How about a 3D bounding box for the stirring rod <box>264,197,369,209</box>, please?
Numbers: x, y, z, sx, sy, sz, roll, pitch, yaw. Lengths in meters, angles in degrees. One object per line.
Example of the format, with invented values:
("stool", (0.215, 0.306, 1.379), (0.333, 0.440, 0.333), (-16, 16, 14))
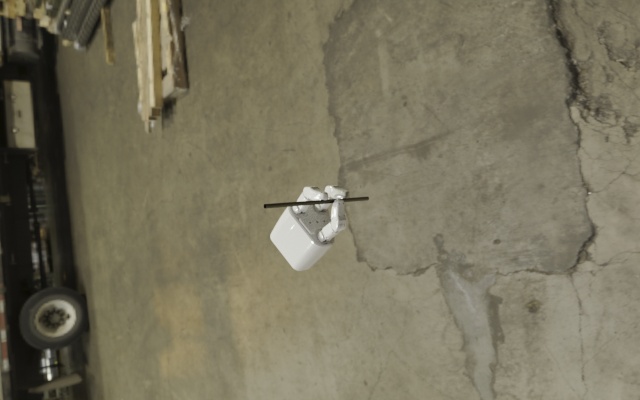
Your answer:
("stirring rod", (0.000, 0.003, 0.885), (0.239, 0.011, 0.011), (-4, 3, -38))
